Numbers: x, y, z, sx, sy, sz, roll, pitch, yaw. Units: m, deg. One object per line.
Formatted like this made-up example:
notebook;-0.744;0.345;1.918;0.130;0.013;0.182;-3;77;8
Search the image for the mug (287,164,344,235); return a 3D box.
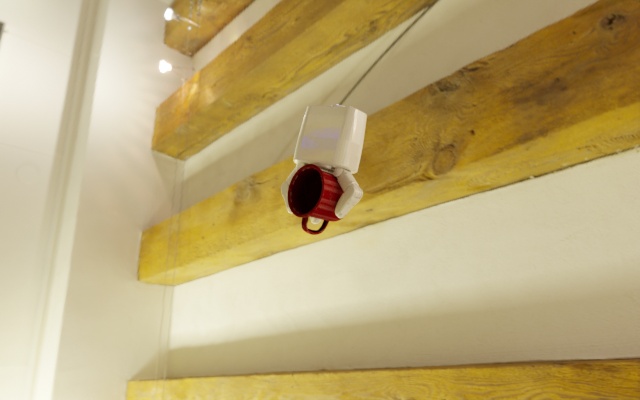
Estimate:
mug;0.000;0.004;0.830;0.081;0.117;0.093;16;-6;-42
